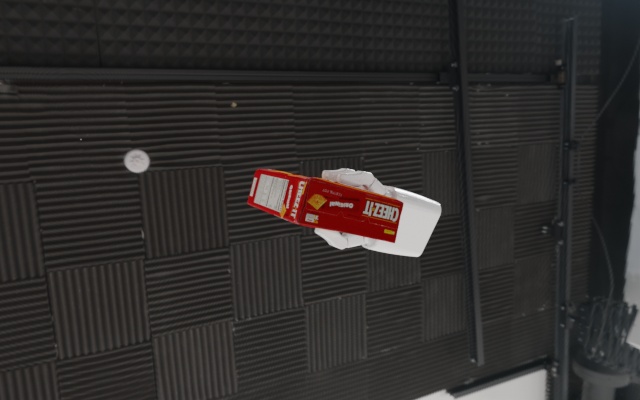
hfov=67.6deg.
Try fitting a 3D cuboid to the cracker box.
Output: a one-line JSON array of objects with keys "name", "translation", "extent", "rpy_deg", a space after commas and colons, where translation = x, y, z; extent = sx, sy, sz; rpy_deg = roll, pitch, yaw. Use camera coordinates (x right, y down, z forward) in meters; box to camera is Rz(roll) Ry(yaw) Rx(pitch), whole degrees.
[{"name": "cracker box", "translation": [0.000, 0.003, 0.751], "extent": [0.164, 0.072, 0.213], "rpy_deg": [13, 1, -28]}]
